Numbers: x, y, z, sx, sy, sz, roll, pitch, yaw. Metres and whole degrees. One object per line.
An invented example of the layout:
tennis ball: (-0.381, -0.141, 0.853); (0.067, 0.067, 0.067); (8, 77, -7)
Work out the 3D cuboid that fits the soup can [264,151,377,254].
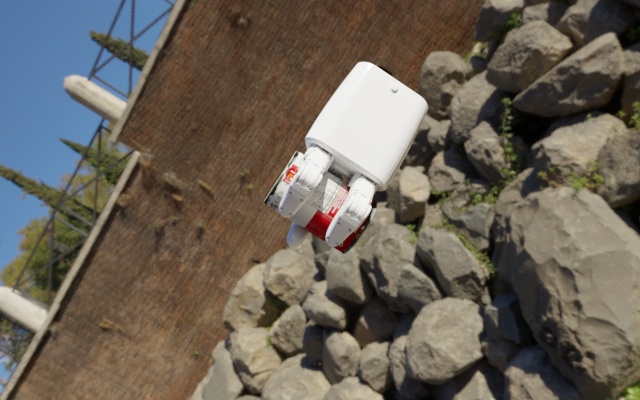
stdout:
soup can: (0.000, 0.002, 0.509); (0.102, 0.068, 0.068); (33, -3, -5)
